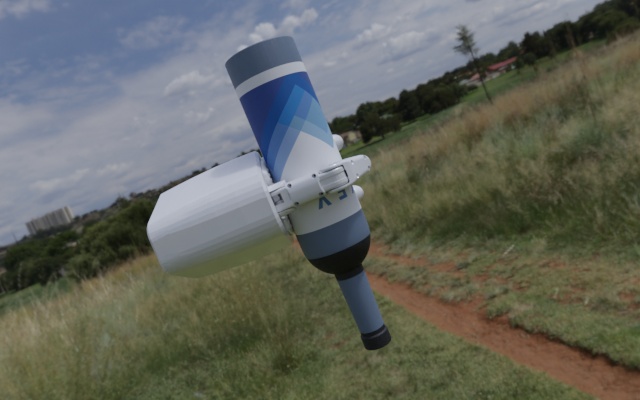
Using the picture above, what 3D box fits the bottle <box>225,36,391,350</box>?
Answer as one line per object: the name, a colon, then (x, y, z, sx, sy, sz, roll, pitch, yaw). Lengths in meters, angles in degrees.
bottle: (0.000, 0.001, 0.445, 0.069, 0.296, 0.069, -22, 5, 2)
